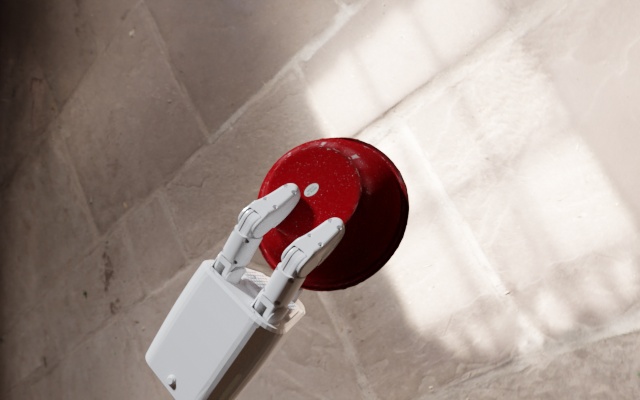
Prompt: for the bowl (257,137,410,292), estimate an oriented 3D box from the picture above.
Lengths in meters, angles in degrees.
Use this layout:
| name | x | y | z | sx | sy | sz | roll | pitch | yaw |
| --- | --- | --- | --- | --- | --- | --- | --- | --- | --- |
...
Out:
| name | x | y | z | sx | sy | sz | roll | pitch | yaw |
| --- | --- | --- | --- | --- | --- | --- | --- | --- | --- |
| bowl | 0.001 | 0.000 | 0.453 | 0.162 | 0.162 | 0.055 | 0 | -20 | 19 |
